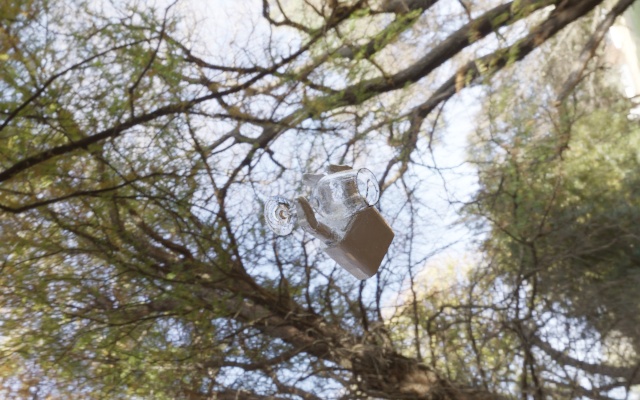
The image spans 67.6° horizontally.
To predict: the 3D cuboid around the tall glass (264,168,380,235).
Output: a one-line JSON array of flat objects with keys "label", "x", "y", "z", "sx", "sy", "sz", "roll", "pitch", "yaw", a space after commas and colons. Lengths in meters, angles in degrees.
[{"label": "tall glass", "x": -0.001, "y": 0.003, "z": 0.797, "sx": 0.201, "sy": 0.079, "sz": 0.079, "roll": -18, "pitch": -12, "yaw": 38}]
